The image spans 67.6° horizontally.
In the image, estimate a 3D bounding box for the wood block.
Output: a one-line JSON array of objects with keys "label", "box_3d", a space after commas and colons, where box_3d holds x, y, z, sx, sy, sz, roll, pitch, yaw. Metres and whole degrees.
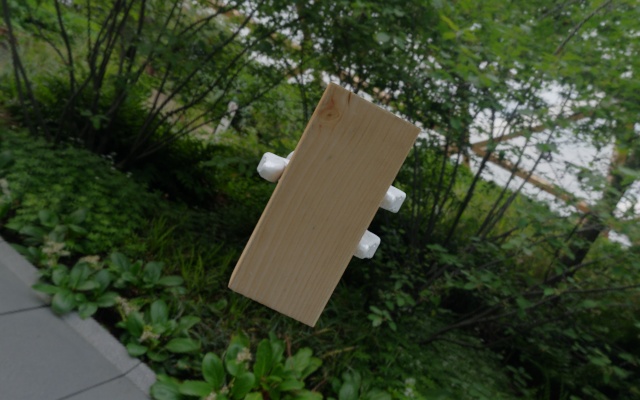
[{"label": "wood block", "box_3d": [0.000, 0.001, 0.464, 0.091, 0.206, 0.090, 26, 9, -6]}]
